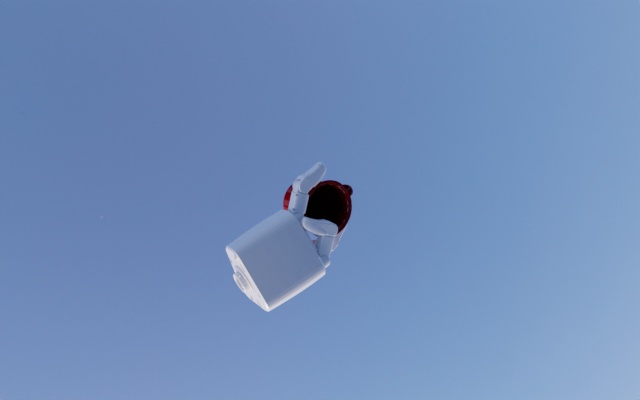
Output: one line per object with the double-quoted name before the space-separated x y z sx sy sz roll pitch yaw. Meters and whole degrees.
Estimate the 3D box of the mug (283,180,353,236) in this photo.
"mug" 0.001 0.002 0.791 0.117 0.093 0.081 -32 24 -25
